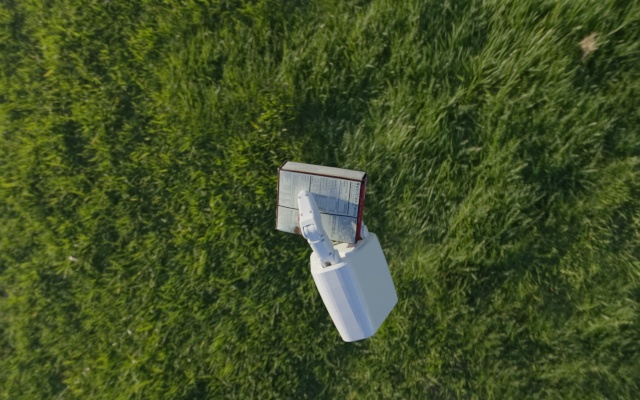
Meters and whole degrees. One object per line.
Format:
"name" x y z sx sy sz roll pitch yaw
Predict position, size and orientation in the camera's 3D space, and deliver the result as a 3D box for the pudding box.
"pudding box" 0.000 0.002 0.618 0.113 0.090 0.039 9 21 10
